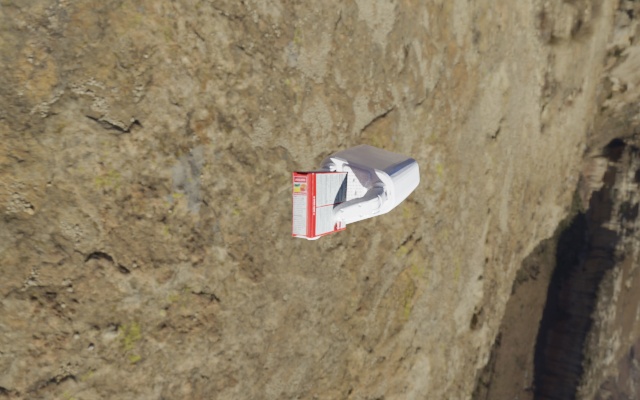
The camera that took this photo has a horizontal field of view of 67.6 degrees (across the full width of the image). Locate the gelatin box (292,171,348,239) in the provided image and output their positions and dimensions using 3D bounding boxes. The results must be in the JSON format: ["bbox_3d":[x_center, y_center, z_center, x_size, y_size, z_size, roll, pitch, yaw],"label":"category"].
[{"bbox_3d":[0.000,0.002,0.560,0.030,0.073,0.089,5,7,29],"label":"gelatin box"}]
